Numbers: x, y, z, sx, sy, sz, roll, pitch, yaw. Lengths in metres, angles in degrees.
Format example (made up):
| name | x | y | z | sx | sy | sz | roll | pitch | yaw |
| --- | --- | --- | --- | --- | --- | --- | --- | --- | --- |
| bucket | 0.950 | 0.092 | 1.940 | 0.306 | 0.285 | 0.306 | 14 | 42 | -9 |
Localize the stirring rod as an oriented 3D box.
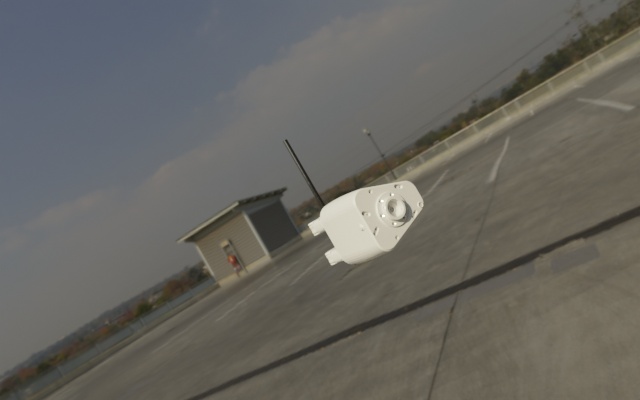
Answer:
| name | x | y | z | sx | sy | sz | roll | pitch | yaw |
| --- | --- | --- | --- | --- | --- | --- | --- | --- | --- |
| stirring rod | 0.000 | 0.003 | 0.804 | 0.011 | 0.239 | 0.011 | -30 | -1 | -1 |
